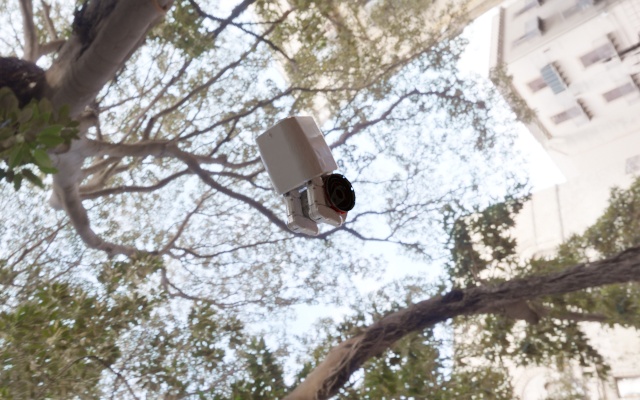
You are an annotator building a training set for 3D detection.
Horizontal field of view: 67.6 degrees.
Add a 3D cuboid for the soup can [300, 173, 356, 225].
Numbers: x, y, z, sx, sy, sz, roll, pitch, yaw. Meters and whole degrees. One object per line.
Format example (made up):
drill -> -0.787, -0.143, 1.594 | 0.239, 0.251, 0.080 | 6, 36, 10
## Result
soup can -> 0.000, 0.003, 0.808 | 0.102, 0.068, 0.068 | -25, -17, 40
